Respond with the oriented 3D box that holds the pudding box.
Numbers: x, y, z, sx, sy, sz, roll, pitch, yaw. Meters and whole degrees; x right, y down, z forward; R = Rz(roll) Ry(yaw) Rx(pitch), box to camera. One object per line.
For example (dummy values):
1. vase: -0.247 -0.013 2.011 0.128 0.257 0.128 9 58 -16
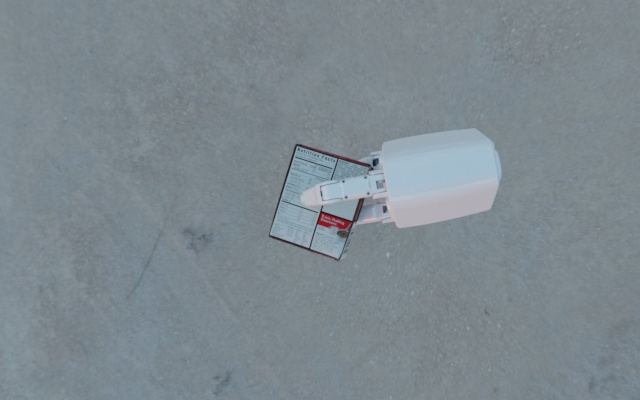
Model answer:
1. pudding box: 0.000 0.002 0.539 0.090 0.113 0.039 18 2 10
